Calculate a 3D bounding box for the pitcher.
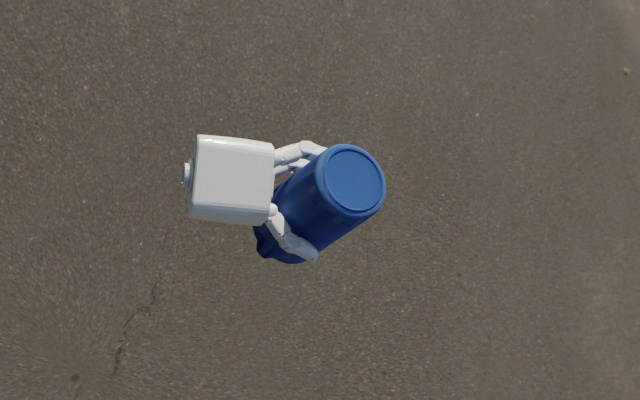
[{"bbox_3d":[0.000,0.002,0.731,0.145,0.149,0.243,9,-22,-23],"label":"pitcher"}]
